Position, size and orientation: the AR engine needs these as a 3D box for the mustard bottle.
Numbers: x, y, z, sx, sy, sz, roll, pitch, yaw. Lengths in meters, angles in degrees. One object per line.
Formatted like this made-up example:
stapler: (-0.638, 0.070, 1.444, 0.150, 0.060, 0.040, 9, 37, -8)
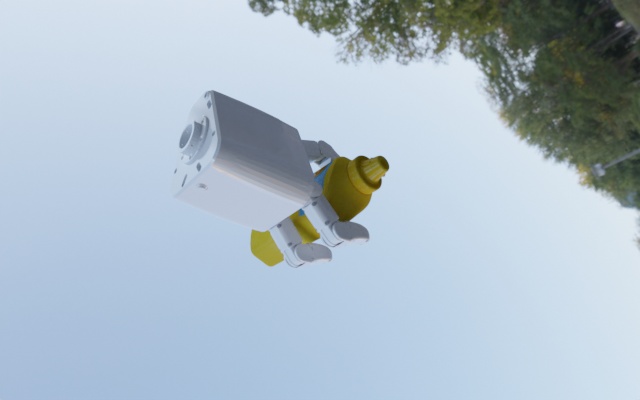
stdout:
mustard bottle: (0.000, 0.002, 0.540, 0.058, 0.096, 0.192, 42, -49, -19)
